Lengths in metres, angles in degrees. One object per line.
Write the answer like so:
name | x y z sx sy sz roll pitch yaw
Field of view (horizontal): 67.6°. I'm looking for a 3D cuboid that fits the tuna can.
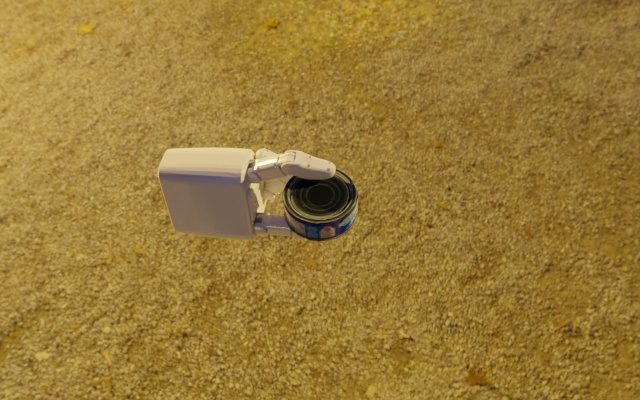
tuna can | 0.000 0.001 0.542 0.086 0.086 0.034 0 -38 2
